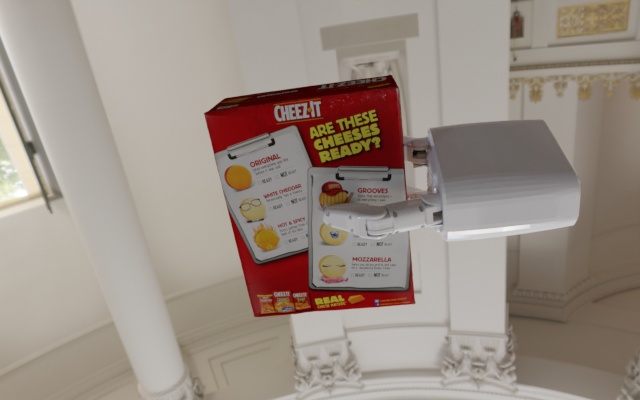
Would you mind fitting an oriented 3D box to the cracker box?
[{"bbox_3d":[0.000,0.002,0.456,0.164,0.214,0.072,-6,24,7],"label":"cracker box"}]
